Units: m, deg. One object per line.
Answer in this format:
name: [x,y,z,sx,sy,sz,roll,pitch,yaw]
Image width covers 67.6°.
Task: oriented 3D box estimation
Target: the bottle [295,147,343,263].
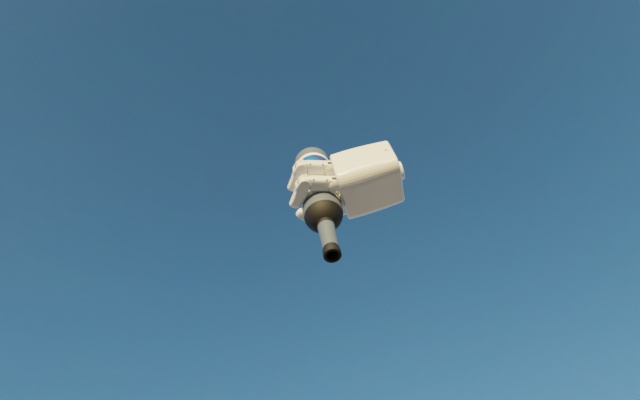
bottle: [0.000,0.003,0.822,0.069,0.069,0.295,0,32,-8]
